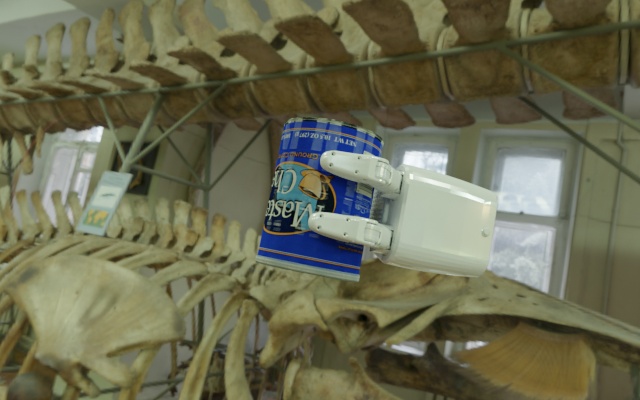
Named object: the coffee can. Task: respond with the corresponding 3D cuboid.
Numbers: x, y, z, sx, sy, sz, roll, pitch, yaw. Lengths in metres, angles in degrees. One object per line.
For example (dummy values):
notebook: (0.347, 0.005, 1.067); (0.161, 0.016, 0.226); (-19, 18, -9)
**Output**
coffee can: (0.000, 0.002, 0.472); (0.103, 0.140, 0.103); (11, -7, 1)
